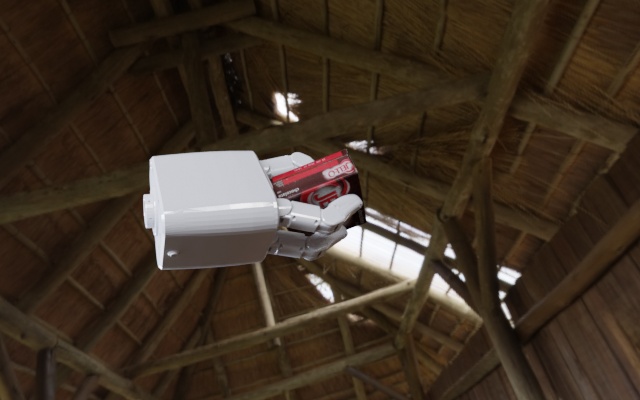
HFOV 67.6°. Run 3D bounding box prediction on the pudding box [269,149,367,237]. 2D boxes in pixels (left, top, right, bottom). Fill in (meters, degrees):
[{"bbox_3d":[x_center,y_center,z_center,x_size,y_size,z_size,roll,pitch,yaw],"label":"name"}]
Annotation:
[{"bbox_3d":[0.000,0.002,0.527,0.090,0.039,0.114,-21,-30,-1],"label":"pudding box"}]
